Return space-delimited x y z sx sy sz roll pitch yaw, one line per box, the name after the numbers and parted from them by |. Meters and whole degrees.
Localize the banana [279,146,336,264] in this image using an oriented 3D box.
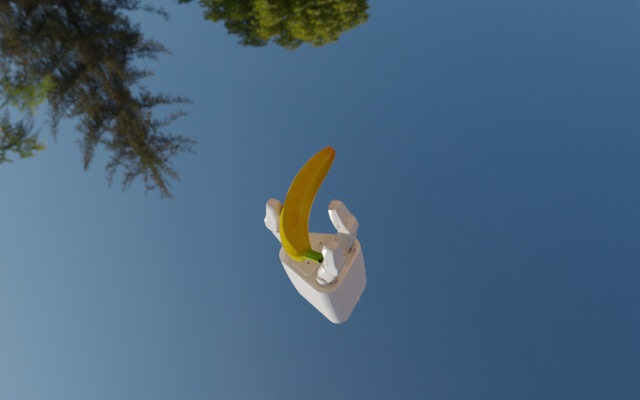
-0.018 0.007 0.628 0.069 0.197 0.037 -8 -42 16 | banana
